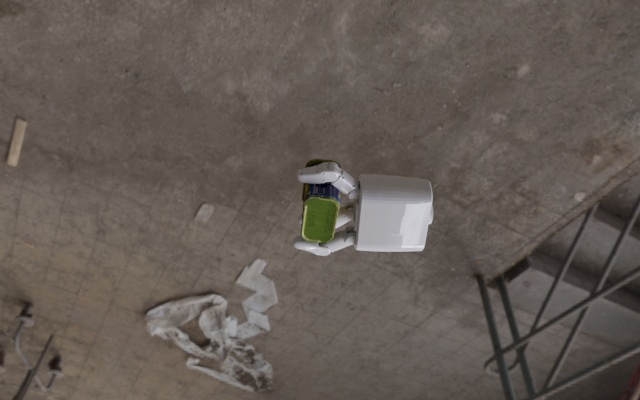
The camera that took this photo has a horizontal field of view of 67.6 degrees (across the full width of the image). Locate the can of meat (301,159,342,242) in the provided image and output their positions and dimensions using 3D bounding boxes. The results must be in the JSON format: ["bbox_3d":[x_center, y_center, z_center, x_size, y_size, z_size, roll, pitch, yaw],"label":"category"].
[{"bbox_3d":[0.000,0.003,0.732,0.057,0.102,0.083,5,44,-3],"label":"can of meat"}]
